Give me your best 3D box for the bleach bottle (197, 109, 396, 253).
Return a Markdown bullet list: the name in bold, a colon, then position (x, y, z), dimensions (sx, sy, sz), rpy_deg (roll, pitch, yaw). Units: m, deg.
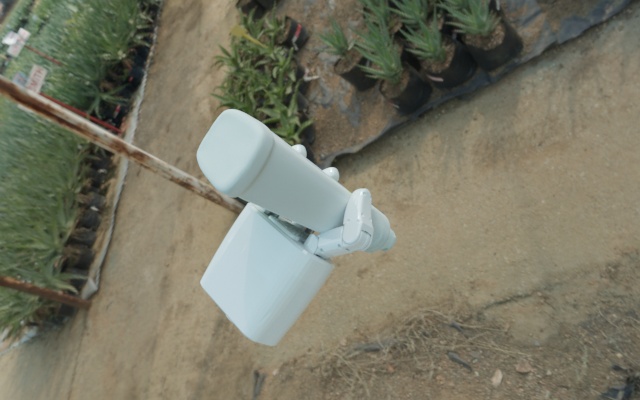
- **bleach bottle**: position (0.000, 0.002, 0.492), dimensions (0.251, 0.068, 0.102), rpy_deg (31, 5, -39)
